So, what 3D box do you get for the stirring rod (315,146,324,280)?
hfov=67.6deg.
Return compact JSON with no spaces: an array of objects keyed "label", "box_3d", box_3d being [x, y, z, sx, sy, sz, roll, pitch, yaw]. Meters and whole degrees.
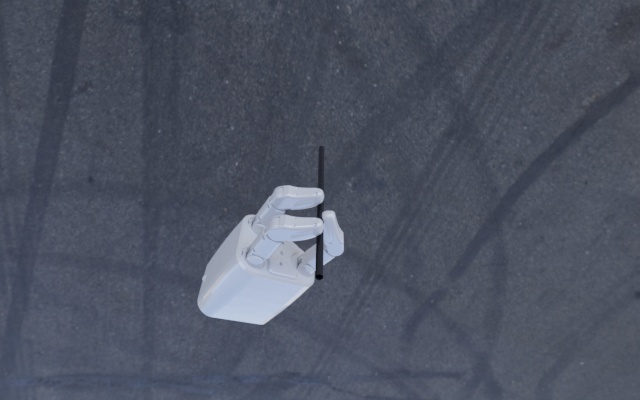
[{"label":"stirring rod","box_3d":[0.000,0.002,0.568,0.011,0.011,0.239,0,38,1]}]
